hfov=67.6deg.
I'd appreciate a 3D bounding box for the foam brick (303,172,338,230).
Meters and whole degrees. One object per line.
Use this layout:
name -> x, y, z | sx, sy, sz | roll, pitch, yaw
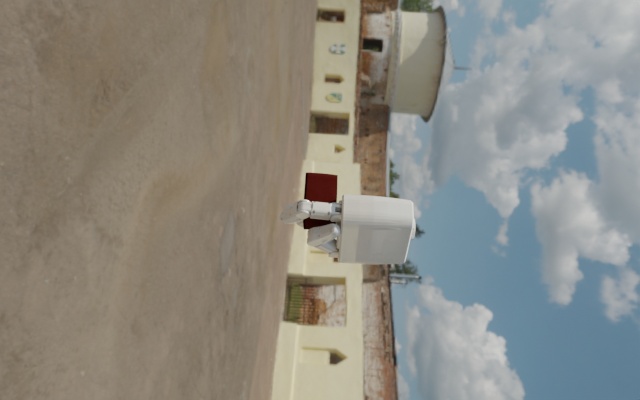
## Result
foam brick -> 0.000, 0.002, 0.755 | 0.051, 0.078, 0.053 | 2, -30, 1
